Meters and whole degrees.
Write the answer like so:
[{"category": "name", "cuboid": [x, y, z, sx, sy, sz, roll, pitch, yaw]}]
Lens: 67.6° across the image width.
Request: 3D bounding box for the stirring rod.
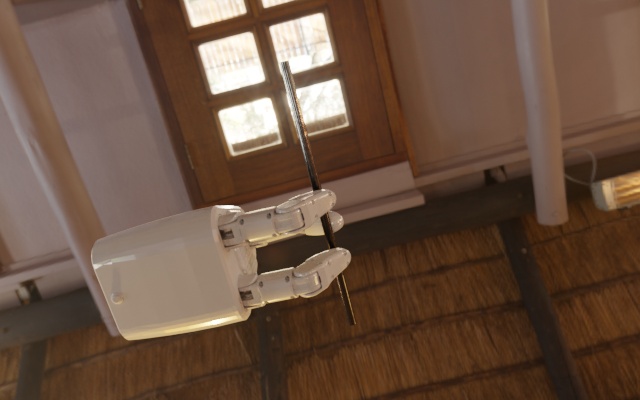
[{"category": "stirring rod", "cuboid": [0.000, 0.001, 0.412, 0.011, 0.239, 0.011, -14, 15, 4]}]
